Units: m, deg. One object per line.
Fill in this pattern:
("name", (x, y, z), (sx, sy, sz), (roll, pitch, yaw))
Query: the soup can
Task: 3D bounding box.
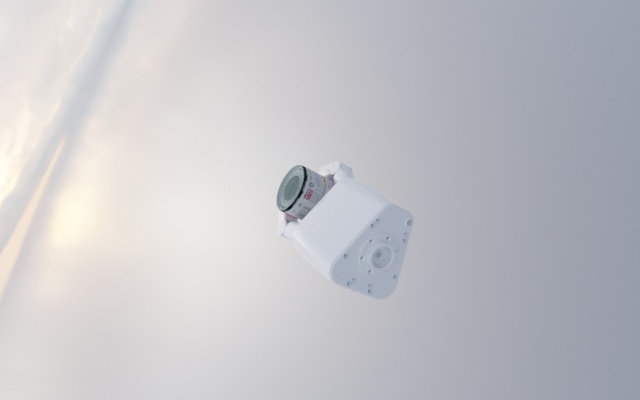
("soup can", (0.000, 0.002, 0.646), (0.102, 0.068, 0.068), (25, -13, -29))
